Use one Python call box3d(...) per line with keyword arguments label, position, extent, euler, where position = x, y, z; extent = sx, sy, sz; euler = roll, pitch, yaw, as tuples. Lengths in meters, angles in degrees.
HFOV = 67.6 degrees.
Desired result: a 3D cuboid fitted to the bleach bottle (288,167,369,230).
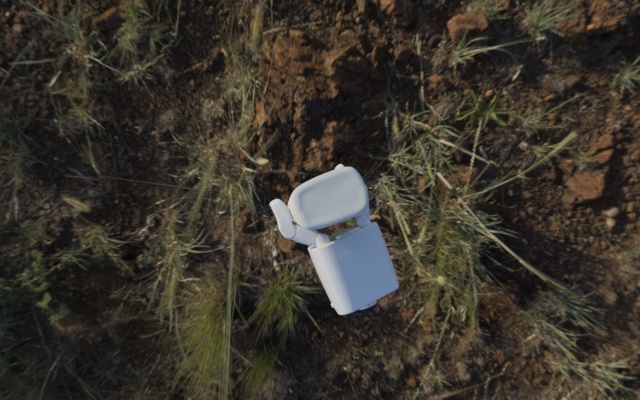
box3d(label="bleach bottle", position=(0.000, 0.002, 0.742), extent=(0.102, 0.068, 0.251), euler=(-21, 0, -6))
